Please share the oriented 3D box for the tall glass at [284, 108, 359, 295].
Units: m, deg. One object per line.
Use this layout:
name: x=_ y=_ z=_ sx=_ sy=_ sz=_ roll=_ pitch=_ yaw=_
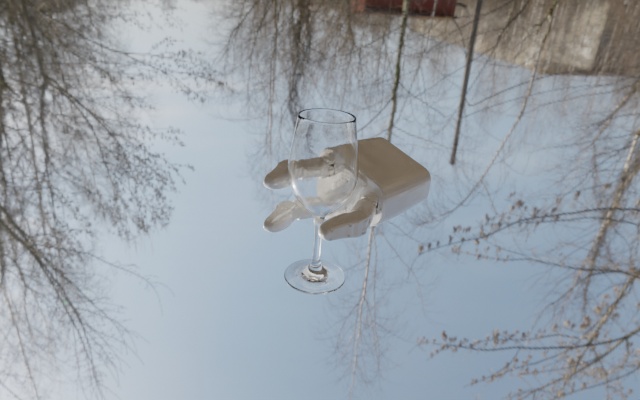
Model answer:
tall glass: x=0.000 y=0.002 z=0.539 sx=0.079 sy=0.201 sz=0.079 roll=3 pitch=25 yaw=-2
